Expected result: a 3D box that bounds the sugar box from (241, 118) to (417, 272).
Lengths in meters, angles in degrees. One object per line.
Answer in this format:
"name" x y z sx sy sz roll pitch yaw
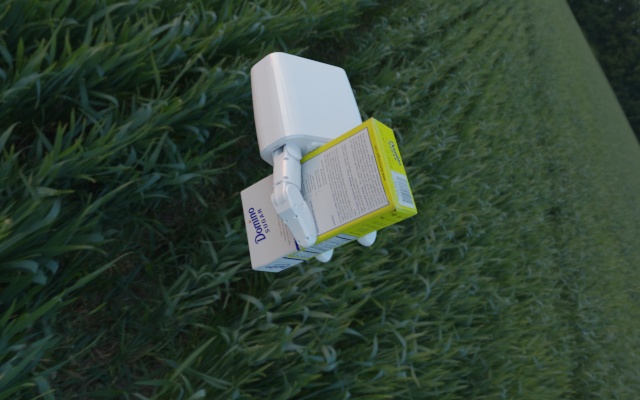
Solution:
"sugar box" 0.000 0.001 0.478 0.176 0.093 0.048 -26 -25 33
